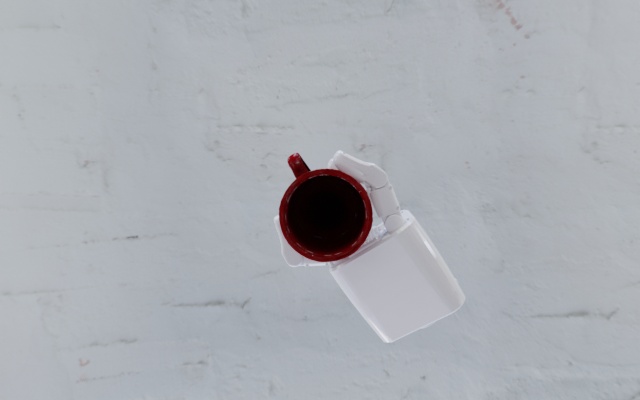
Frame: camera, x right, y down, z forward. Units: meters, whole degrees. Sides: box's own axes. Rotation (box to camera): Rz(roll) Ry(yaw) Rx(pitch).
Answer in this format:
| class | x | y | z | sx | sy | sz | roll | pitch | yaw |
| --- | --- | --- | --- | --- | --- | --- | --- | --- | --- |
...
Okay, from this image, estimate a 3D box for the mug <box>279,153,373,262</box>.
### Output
| class | x | y | z | sx | sy | sz | roll | pitch | yaw |
| --- | --- | --- | --- | --- | --- | --- | --- | --- | --- |
| mug | -0.001 | 0.000 | 0.508 | 0.093 | 0.117 | 0.081 | -34 | 3 | 5 |
